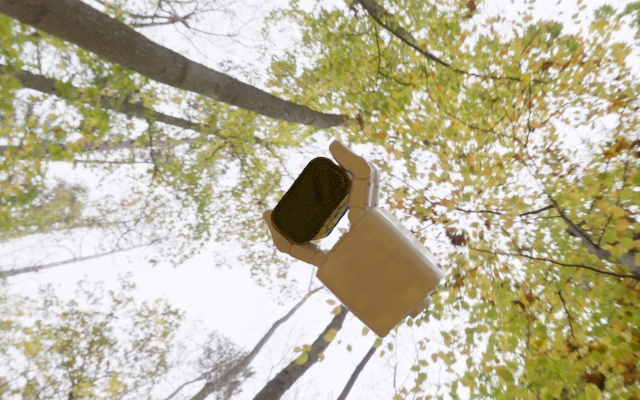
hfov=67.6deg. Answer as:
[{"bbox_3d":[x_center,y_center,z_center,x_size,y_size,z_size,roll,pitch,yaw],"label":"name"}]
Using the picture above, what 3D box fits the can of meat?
[{"bbox_3d":[0.000,0.002,0.570,0.057,0.102,0.084,40,10,15],"label":"can of meat"}]
